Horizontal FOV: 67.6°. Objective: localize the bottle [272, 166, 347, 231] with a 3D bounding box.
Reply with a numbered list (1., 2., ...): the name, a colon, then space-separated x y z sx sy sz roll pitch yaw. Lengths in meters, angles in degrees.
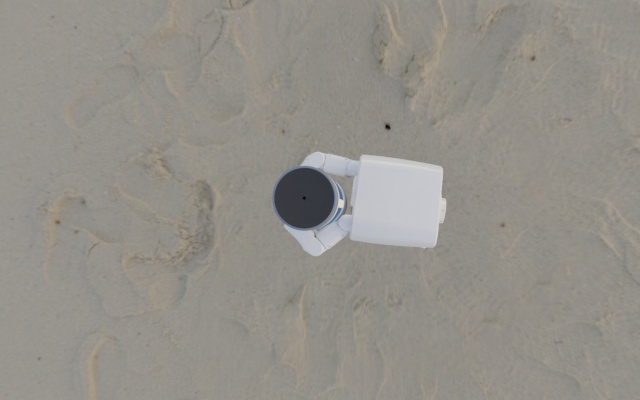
1. bottle: 0.000 0.002 0.629 0.069 0.069 0.296 0 -2 6
